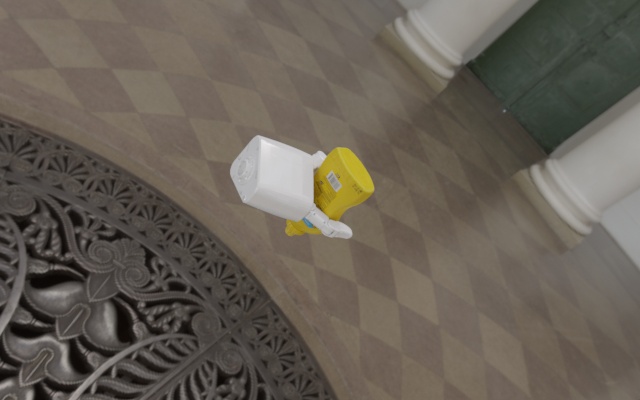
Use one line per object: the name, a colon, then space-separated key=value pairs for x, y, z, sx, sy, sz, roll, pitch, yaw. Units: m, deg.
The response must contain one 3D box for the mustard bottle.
mustard bottle: x=0.001 y=0.003 z=0.825 sx=0.192 sy=0.096 sz=0.058 roll=-44 pitch=-21 yaw=31
